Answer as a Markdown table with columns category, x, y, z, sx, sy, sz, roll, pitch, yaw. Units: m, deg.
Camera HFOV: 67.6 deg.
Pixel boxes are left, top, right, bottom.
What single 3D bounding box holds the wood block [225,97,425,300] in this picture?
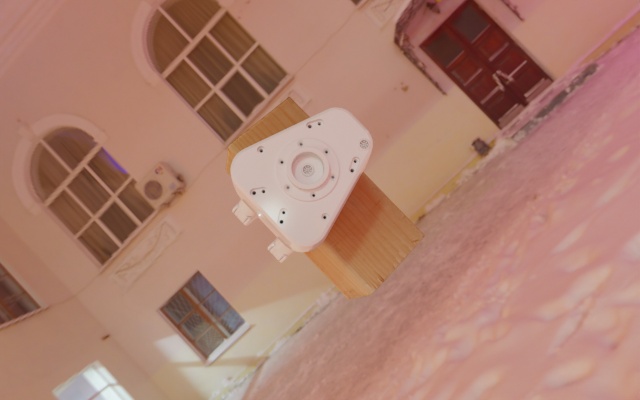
| category | x | y | z | sx | sy | sz | roll | pitch | yaw |
| --- | --- | --- | --- | --- | --- | --- | --- | --- | --- |
| wood block | 0.000 | 0.001 | 0.528 | 0.091 | 0.206 | 0.090 | -43 | -2 | -19 |
